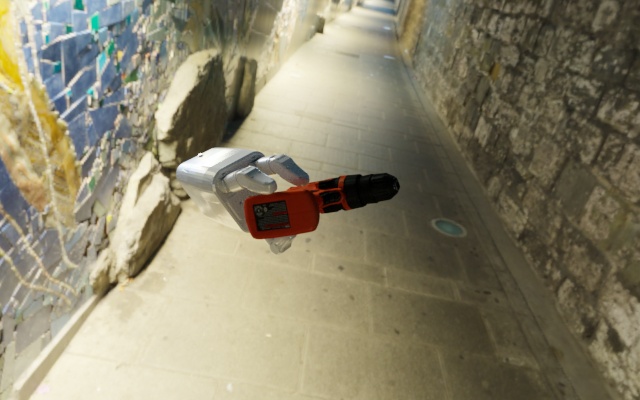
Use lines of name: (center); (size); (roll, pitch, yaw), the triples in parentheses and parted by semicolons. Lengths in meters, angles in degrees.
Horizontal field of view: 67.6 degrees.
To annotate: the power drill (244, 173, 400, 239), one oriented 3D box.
power drill: (0.000, 0.002, 0.656); (0.184, 0.057, 0.187); (-11, 3, 27)
